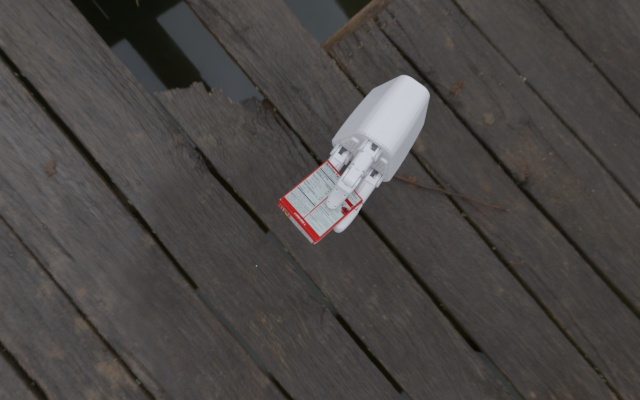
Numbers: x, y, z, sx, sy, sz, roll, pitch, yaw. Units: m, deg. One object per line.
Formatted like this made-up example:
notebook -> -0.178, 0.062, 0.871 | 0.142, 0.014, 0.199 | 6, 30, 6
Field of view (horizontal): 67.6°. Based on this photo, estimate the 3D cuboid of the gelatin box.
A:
gelatin box -> 0.000, 0.002, 0.627 | 0.089, 0.073, 0.030 | -41, -3, -18
